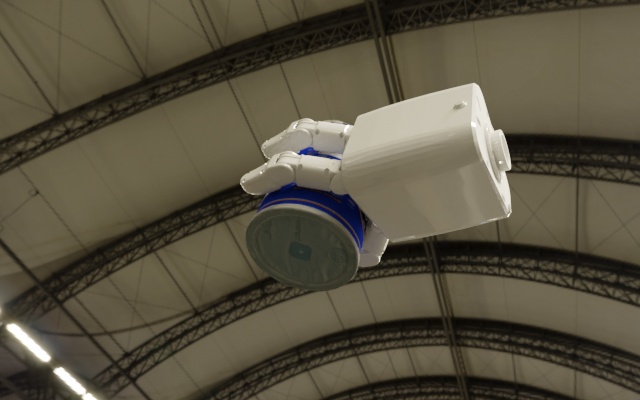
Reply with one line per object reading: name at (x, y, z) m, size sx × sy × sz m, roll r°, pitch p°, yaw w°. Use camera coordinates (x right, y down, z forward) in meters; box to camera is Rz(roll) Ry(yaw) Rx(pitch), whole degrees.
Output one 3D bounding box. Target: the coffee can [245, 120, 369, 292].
coffee can at (0.000, 0.002, 0.465) m, size 0.103 × 0.103 × 0.140 m, roll 0°, pitch 40°, yaw 19°
